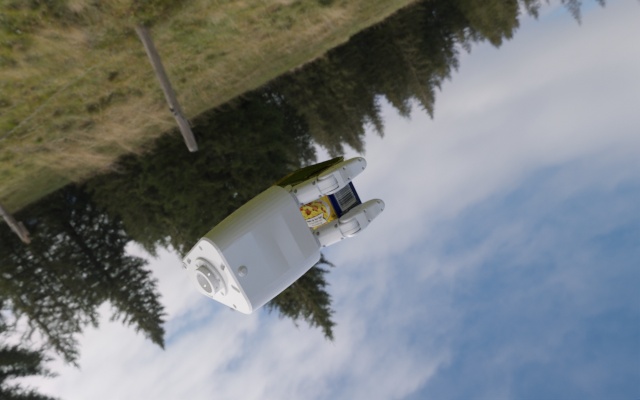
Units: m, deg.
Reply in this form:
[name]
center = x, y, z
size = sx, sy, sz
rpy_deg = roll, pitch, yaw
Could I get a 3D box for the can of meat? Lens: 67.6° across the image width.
[can of meat]
center = 0.000, 0.002, 0.582
size = 0.102, 0.084, 0.057
rpy_deg = -13, 18, 46
